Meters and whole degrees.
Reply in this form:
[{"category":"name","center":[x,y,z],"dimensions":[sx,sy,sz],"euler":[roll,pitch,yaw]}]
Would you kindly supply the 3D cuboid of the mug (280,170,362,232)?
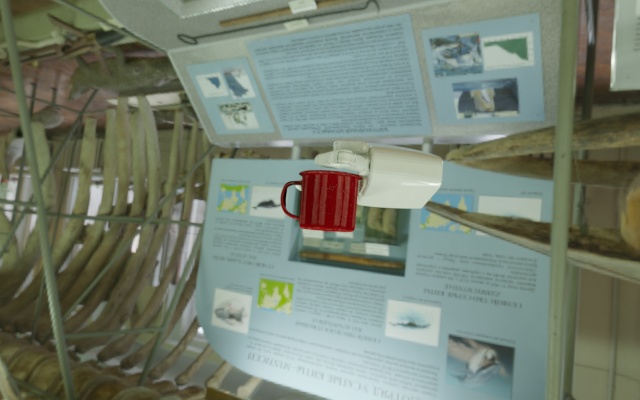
[{"category":"mug","center":[-0.001,0.002,0.692],"dimensions":[0.117,0.081,0.093],"euler":[5,-5,-5]}]
